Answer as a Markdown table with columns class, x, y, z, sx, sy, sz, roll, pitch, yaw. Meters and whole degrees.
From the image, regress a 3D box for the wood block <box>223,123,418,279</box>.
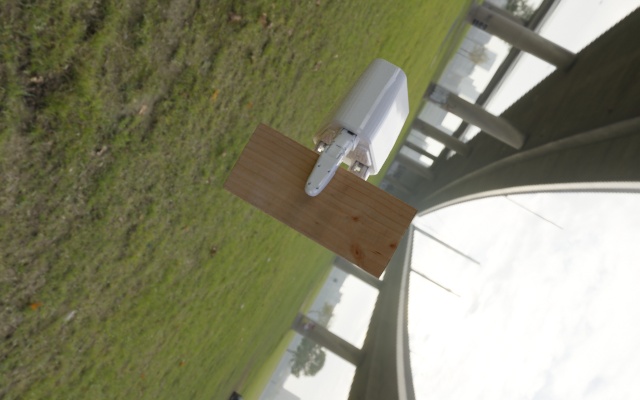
| class | x | y | z | sx | sy | sz | roll | pitch | yaw |
| --- | --- | --- | --- | --- | --- | --- | --- | --- | --- |
| wood block | 0.000 | 0.002 | 0.577 | 0.206 | 0.090 | 0.091 | 30 | -3 | 6 |
